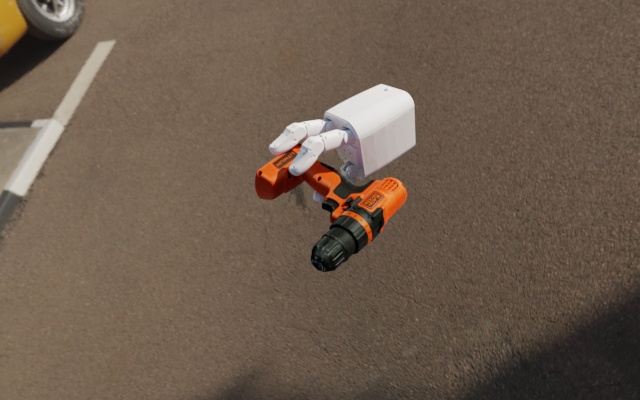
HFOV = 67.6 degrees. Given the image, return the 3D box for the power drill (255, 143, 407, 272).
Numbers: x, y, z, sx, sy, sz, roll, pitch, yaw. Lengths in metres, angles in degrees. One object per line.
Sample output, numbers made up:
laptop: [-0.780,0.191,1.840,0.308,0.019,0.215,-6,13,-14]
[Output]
power drill: [0.000,0.002,0.663,0.187,0.057,0.184,30,49,26]
